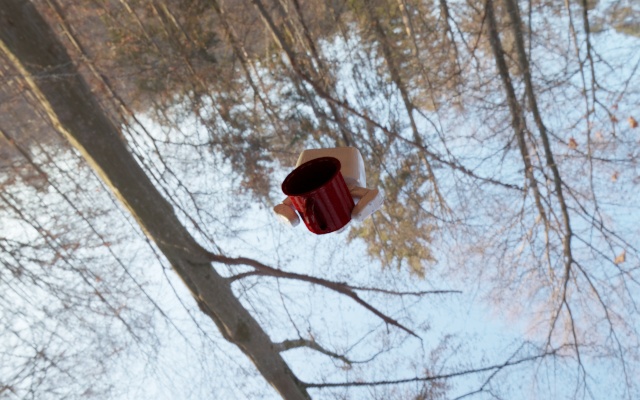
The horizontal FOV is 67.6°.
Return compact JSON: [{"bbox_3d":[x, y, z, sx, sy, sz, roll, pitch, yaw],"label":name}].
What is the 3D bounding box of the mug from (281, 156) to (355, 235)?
[{"bbox_3d":[0.000,0.003,0.686,0.093,0.081,0.117,-16,32,18],"label":"mug"}]
